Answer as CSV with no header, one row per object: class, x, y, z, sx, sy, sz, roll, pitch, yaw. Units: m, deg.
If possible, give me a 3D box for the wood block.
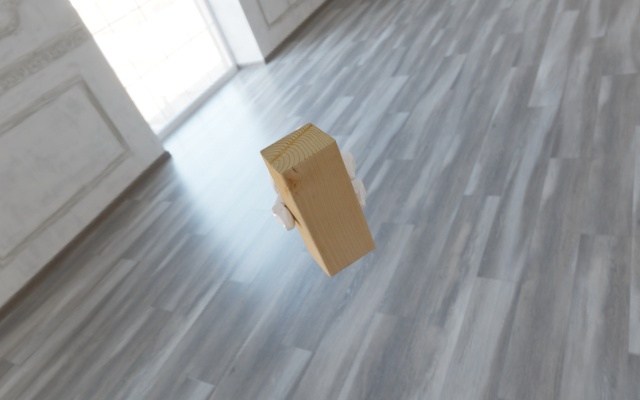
wood block,0.000,0.002,0.720,0.091,0.206,0.090,-31,36,-10
